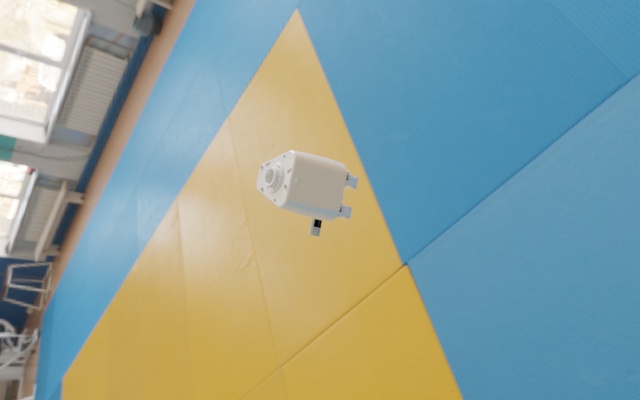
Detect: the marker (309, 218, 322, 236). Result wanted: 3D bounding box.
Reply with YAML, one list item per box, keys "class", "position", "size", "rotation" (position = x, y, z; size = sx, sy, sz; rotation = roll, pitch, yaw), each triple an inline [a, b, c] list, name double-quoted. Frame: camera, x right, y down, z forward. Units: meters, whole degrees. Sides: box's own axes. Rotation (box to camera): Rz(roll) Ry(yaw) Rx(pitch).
- class: "marker"
  position: [0.000, 0.003, 0.845]
  size: [0.020, 0.121, 0.020]
  rotation: [11, -3, 1]
